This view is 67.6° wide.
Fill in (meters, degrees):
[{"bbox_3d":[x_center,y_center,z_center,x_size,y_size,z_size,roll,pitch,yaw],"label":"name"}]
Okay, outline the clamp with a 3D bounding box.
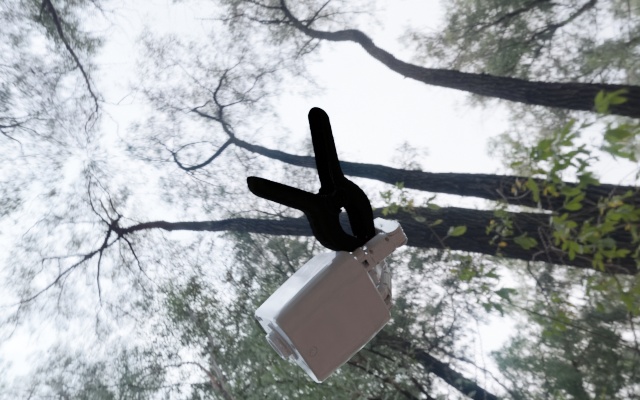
[{"bbox_3d":[0.000,0.002,0.502,0.120,0.171,0.039,-40,20,-24],"label":"clamp"}]
